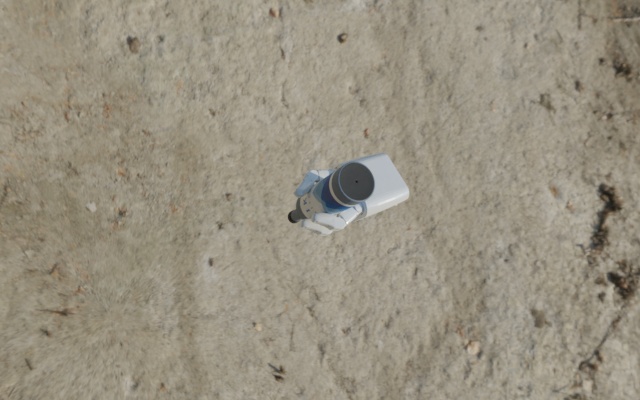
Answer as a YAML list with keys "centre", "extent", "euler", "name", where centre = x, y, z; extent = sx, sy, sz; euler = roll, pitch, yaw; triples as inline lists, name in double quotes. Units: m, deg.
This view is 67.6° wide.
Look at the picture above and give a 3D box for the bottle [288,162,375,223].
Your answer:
- centre: [0.000, 0.003, 0.883]
  extent: [0.069, 0.069, 0.296]
  euler: [0, -13, -24]
  name: "bottle"
